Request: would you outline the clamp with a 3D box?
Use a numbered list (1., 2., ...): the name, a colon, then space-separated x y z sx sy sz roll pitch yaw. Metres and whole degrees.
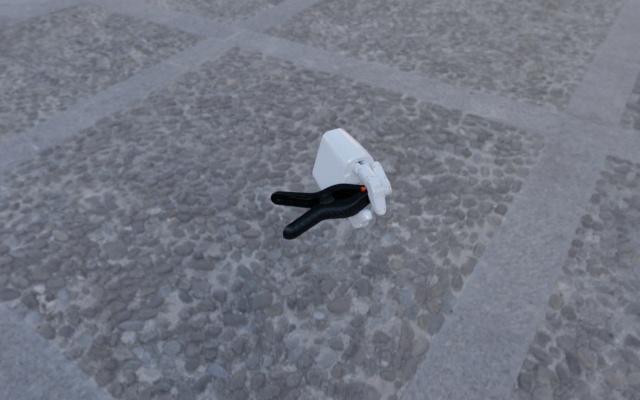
1. clamp: 0.000 0.002 0.792 0.171 0.039 0.120 -17 42 -18
